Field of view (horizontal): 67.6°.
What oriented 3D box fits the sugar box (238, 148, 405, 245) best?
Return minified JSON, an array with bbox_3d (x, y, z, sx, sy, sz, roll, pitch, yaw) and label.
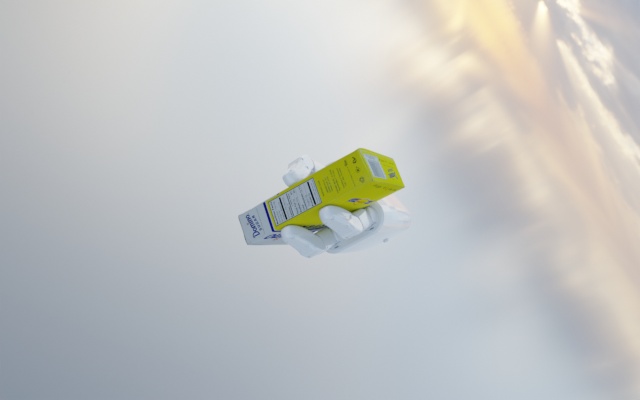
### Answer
[{"bbox_3d":[0.000,0.002,0.558,0.176,0.048,0.093,-31,-19,26],"label":"sugar box"}]
